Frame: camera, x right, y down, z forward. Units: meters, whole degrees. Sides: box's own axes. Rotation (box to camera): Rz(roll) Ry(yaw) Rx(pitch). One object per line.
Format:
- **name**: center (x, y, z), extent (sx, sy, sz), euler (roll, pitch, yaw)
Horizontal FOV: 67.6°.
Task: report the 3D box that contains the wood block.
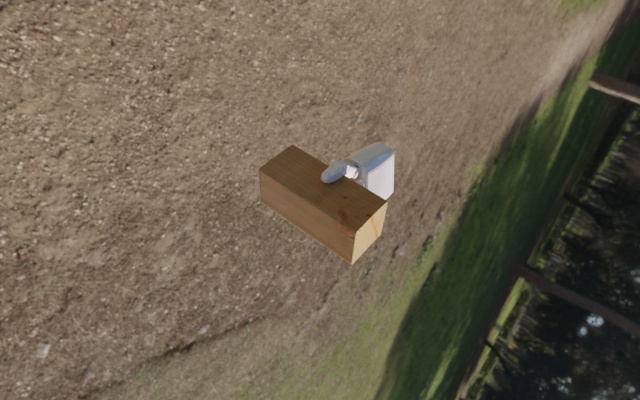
- **wood block**: center (0.001, 0.002, 0.817), extent (0.206, 0.091, 0.090), euler (32, 53, 24)
